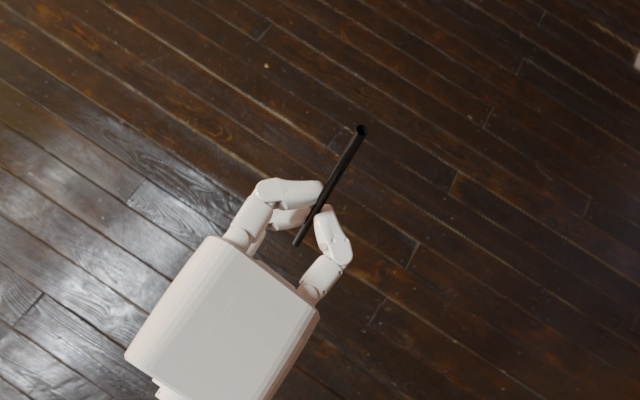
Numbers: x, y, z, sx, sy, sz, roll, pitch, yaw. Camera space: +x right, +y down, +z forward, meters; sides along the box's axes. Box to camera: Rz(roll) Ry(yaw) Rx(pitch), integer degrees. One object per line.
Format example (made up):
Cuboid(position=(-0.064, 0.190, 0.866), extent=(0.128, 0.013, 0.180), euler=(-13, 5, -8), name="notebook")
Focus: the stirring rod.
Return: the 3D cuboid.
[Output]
Cuboid(position=(0.000, 0.001, 0.406), extent=(0.011, 0.011, 0.240), euler=(0, -22, -14), name="stirring rod")
